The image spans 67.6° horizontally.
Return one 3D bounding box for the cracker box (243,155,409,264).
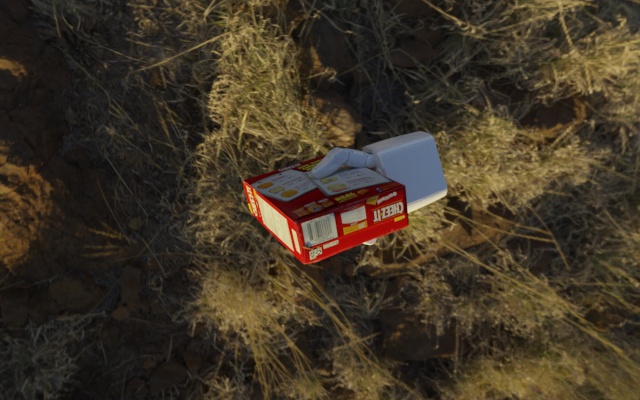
[{"bbox_3d":[0.000,0.002,0.701,0.164,0.072,0.213,-19,23,-21],"label":"cracker box"}]
